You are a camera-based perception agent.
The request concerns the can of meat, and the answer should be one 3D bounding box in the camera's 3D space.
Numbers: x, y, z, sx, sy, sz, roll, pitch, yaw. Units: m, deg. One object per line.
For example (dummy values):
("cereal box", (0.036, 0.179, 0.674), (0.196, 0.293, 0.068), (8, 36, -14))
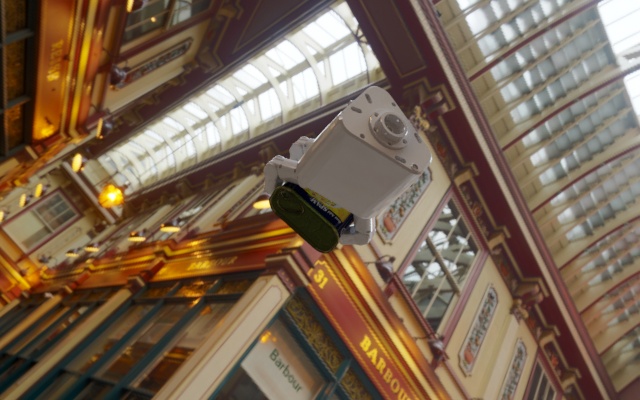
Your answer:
("can of meat", (0.000, 0.002, 0.611), (0.084, 0.102, 0.057), (-47, -3, -38))
